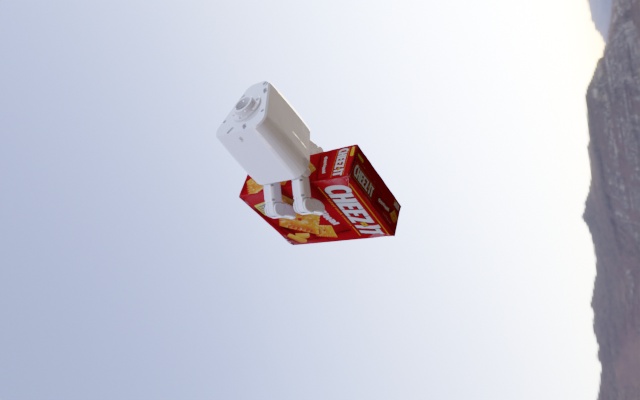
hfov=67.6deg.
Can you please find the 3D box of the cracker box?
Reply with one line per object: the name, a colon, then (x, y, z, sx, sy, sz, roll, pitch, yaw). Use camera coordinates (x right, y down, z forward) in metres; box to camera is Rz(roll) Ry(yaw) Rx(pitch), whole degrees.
cracker box: (0.000, 0.002, 0.789, 0.214, 0.072, 0.164, -8, -39, 34)
